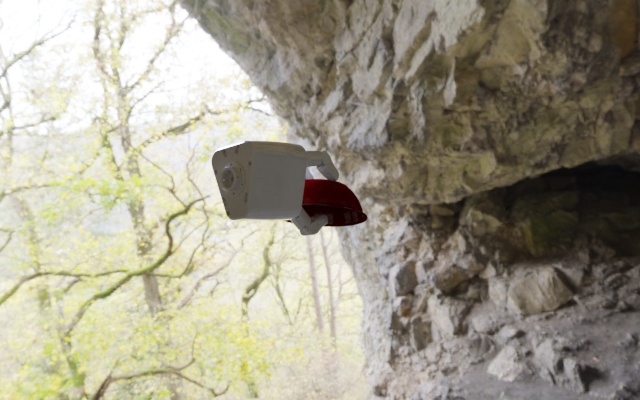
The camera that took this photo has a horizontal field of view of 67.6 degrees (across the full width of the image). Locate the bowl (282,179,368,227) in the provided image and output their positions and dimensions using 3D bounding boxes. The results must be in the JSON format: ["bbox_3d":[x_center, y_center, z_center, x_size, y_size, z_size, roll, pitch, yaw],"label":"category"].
[{"bbox_3d":[0.001,0.003,0.813,0.162,0.055,0.162,3,-15,1],"label":"bowl"}]
